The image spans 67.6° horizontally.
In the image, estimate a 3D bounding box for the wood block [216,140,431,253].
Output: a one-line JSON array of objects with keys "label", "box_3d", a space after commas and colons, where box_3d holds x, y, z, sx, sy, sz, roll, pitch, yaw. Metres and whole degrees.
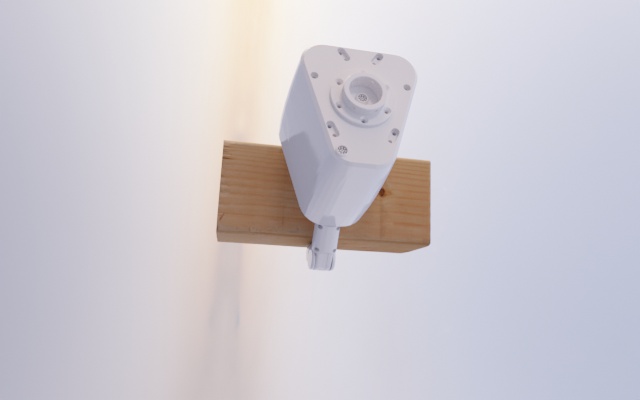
[{"label": "wood block", "box_3d": [0.000, 0.002, 0.496, 0.206, 0.090, 0.090, 5, -12, -10]}]
